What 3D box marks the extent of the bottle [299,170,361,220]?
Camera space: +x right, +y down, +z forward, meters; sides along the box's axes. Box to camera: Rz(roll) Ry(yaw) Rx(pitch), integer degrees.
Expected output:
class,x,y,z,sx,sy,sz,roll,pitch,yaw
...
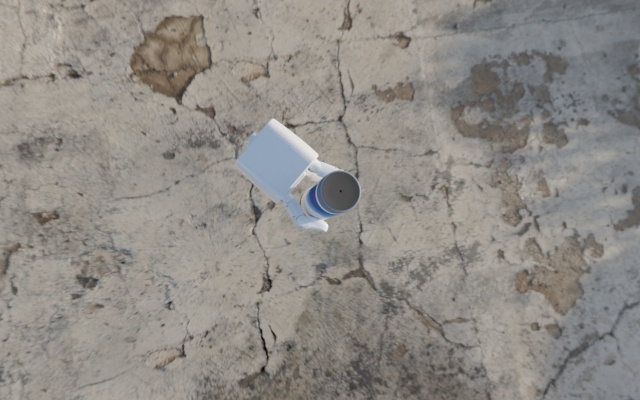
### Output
class,x,y,z,sx,sy,sz,roll,pitch,yaw
bottle,0.000,0.003,0.885,0.069,0.069,0.296,0,-7,-12
